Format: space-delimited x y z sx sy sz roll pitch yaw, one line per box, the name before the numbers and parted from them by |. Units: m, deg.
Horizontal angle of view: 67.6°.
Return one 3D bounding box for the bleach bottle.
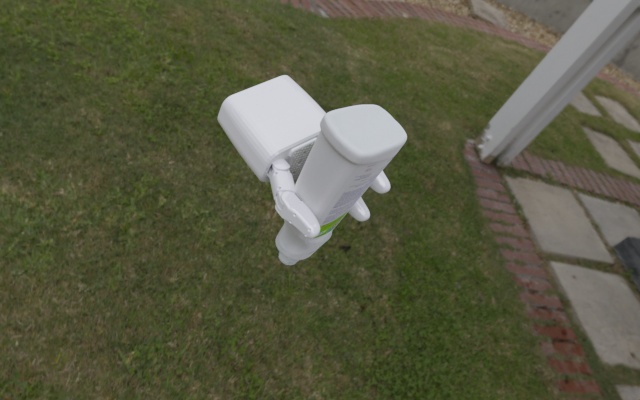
bleach bottle | 0.000 0.002 0.573 0.102 0.068 0.251 -22 -26 -43
